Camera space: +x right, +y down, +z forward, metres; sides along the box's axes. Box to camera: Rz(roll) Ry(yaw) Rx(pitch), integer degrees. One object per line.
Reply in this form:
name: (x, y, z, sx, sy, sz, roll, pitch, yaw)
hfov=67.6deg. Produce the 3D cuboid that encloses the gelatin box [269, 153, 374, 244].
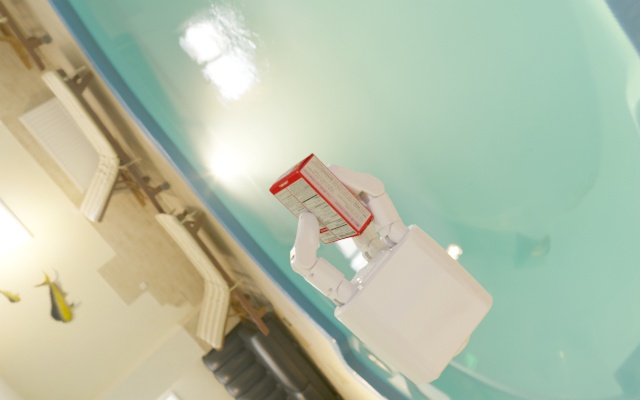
gelatin box: (0.000, 0.002, 0.478, 0.089, 0.030, 0.073, 44, -28, -11)
